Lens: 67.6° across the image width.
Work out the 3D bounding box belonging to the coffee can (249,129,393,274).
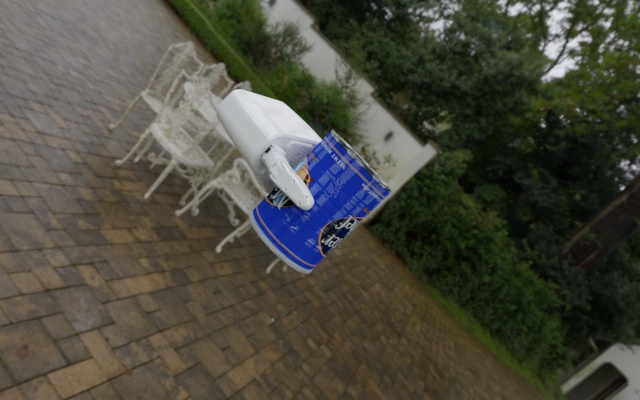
[{"bbox_3d":[0.000,0.002,0.565,0.140,0.103,0.103,-45,-9,9],"label":"coffee can"}]
